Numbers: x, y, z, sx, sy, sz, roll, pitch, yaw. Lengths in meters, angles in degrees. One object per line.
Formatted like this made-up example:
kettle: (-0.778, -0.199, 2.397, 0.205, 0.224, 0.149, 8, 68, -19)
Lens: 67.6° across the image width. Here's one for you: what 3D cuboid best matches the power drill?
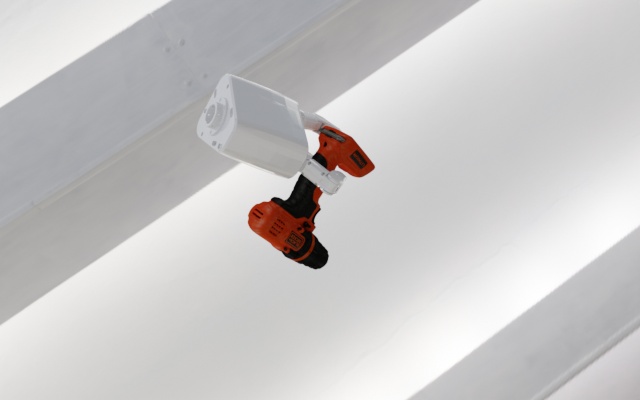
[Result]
power drill: (0.000, 0.002, 0.692, 0.057, 0.187, 0.184, 29, -8, 36)
